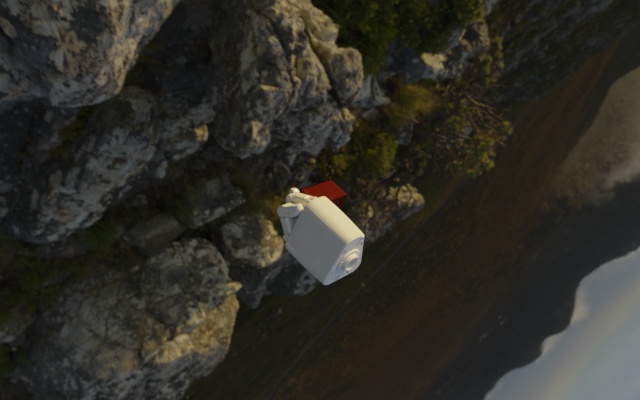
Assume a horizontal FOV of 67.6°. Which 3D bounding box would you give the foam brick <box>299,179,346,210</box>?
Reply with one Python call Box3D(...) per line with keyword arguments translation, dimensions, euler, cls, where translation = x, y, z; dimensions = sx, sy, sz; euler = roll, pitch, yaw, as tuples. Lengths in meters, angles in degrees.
Box3D(translation=(0.000, 0.003, 0.897), dimensions=(0.078, 0.053, 0.051), euler=(-21, 51, -38), cls="foam brick")
